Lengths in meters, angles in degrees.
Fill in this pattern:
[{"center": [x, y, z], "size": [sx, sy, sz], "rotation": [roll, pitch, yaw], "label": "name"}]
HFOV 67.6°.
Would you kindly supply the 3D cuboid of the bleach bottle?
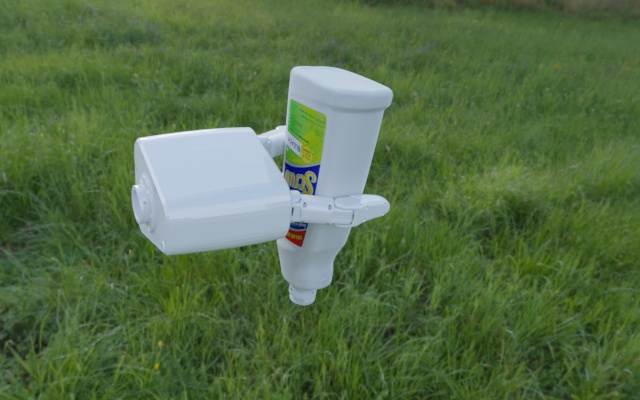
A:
[{"center": [0.000, 0.001, 0.480], "size": [0.068, 0.251, 0.102], "rotation": [-9, 31, -32], "label": "bleach bottle"}]
